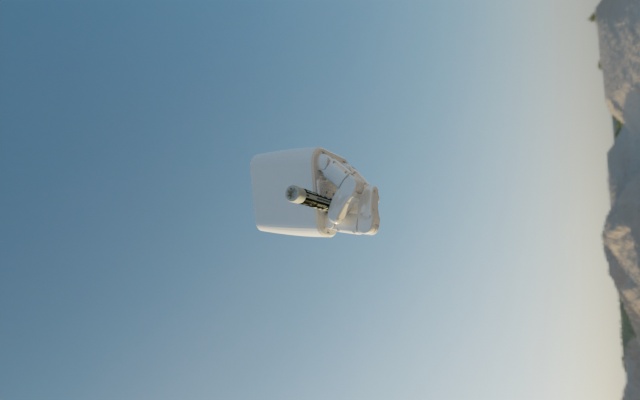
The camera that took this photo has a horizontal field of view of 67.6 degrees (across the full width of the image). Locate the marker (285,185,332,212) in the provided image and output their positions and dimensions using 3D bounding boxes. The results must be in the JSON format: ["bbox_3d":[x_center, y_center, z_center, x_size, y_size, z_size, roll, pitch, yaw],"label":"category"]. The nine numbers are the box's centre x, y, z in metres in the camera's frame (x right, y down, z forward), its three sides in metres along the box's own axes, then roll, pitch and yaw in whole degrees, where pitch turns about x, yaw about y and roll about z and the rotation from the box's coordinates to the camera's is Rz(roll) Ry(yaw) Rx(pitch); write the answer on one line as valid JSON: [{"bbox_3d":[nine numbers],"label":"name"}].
[{"bbox_3d":[0.000,0.002,0.573,0.020,0.020,0.121,0,-9,32],"label":"marker"}]
